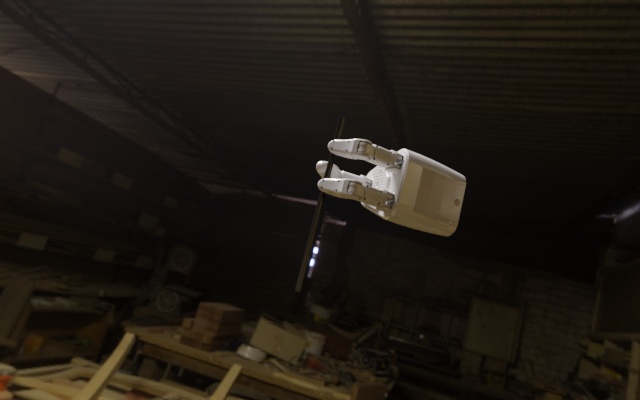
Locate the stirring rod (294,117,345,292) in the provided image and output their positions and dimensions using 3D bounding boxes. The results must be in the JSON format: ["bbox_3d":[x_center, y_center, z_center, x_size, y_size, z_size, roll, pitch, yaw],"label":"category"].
[{"bbox_3d":[0.000,0.002,0.633,0.011,0.239,0.011,14,-10,2],"label":"stirring rod"}]
